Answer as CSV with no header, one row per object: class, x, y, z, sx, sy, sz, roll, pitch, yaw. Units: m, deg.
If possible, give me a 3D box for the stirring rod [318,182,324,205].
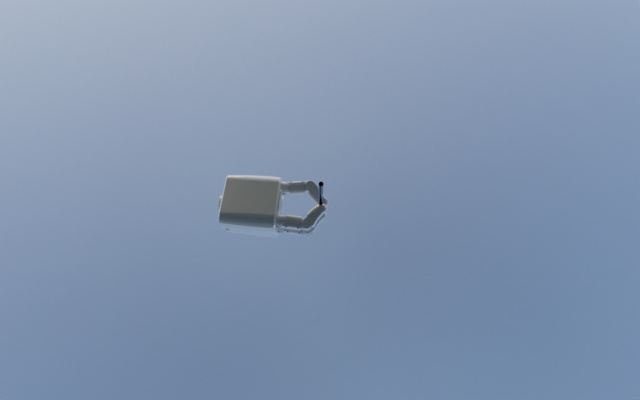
stirring rod,0.000,0.003,0.874,0.011,0.011,0.239,0,-14,0
